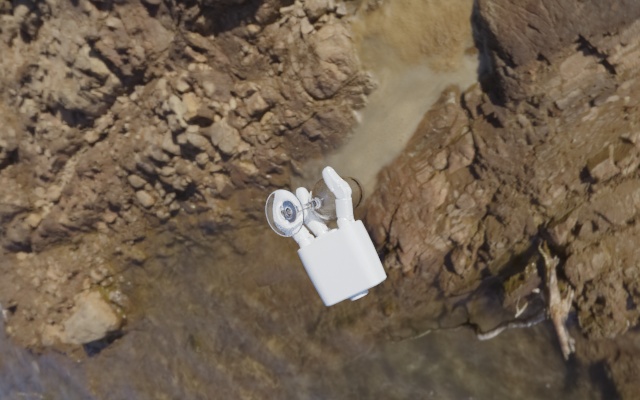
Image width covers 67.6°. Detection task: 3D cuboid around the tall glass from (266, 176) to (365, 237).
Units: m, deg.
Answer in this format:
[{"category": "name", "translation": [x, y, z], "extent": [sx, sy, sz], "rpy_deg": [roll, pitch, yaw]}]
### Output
[{"category": "tall glass", "translation": [0.000, 0.003, 0.809], "extent": [0.079, 0.079, 0.201], "rpy_deg": [0, 10, 35]}]
